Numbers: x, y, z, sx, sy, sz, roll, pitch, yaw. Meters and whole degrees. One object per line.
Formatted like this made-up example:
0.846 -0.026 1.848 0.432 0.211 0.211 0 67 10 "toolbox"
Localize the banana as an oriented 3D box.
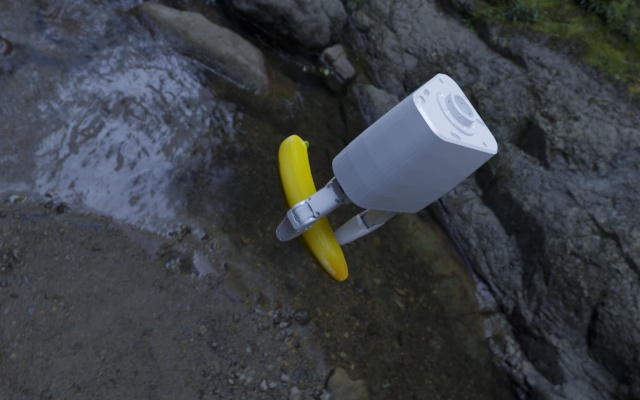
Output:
-0.014 -0.005 0.529 0.070 0.197 0.037 18 -44 -41 "banana"
